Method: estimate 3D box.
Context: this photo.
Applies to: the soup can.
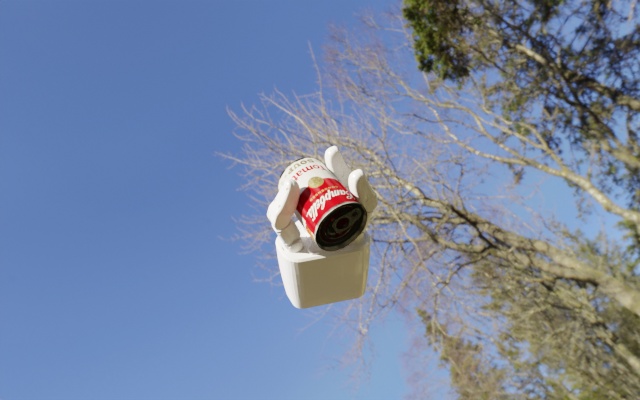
[{"bbox_3d":[0.000,0.001,0.565,0.068,0.068,0.102,0,34,-35],"label":"soup can"}]
